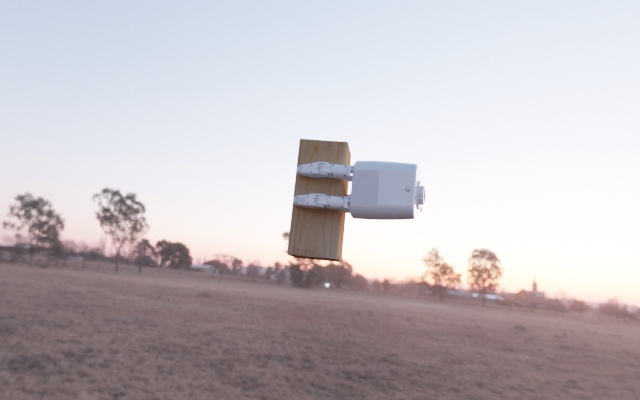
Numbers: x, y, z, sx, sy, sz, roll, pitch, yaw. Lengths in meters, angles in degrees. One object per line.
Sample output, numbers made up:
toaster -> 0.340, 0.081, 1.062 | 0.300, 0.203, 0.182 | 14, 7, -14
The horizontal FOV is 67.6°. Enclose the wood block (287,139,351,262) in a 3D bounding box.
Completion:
wood block -> 0.001, 0.003, 0.865 | 0.090, 0.206, 0.091 | 5, -10, 8
